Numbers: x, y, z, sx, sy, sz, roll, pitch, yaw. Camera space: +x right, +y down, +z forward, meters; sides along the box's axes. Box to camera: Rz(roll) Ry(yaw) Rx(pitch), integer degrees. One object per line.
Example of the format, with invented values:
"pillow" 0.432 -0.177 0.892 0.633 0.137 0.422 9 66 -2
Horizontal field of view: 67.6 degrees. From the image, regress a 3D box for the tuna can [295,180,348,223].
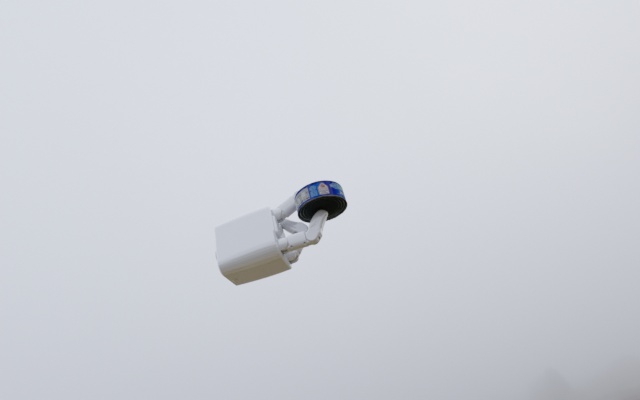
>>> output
"tuna can" 0.000 0.002 0.804 0.086 0.033 0.086 -11 -30 -7
